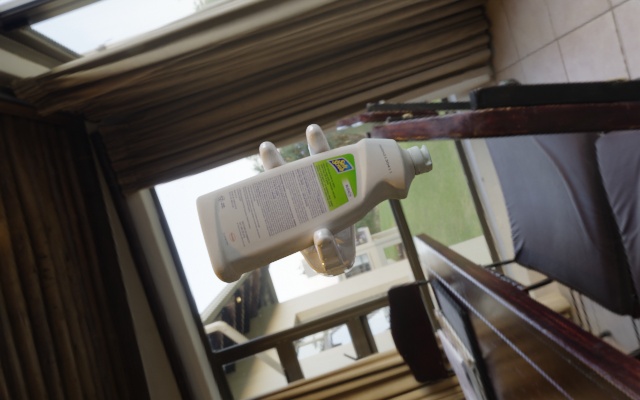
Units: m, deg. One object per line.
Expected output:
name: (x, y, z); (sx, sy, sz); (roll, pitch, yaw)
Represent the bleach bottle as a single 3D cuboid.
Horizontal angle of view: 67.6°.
bleach bottle: (0.000, 0.002, 0.516); (0.251, 0.102, 0.068); (-19, -14, 1)
